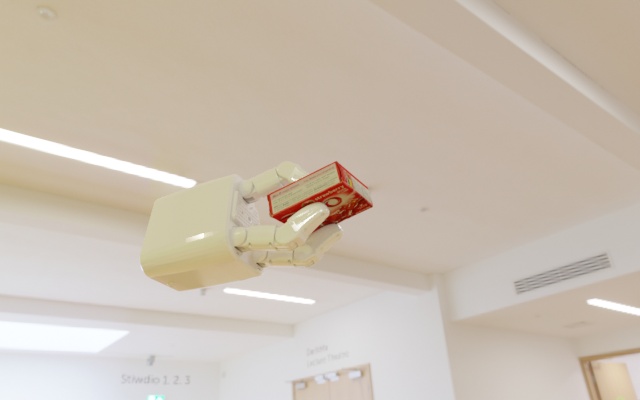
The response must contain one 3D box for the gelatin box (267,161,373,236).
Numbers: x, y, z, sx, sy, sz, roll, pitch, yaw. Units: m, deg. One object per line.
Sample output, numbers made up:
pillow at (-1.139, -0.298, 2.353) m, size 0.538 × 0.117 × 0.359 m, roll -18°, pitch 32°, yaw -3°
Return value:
gelatin box at (0.000, 0.001, 0.506) m, size 0.089 × 0.030 × 0.073 m, roll -26°, pitch -32°, yaw 21°
